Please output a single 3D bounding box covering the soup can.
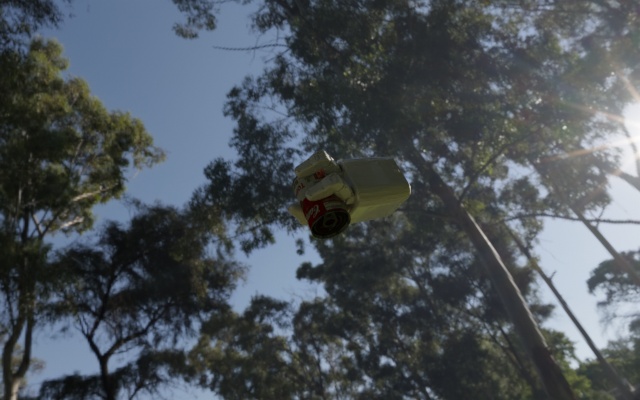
[{"bbox_3d":[0.000,0.003,0.788,0.068,0.102,0.069,-16,-37,-12],"label":"soup can"}]
